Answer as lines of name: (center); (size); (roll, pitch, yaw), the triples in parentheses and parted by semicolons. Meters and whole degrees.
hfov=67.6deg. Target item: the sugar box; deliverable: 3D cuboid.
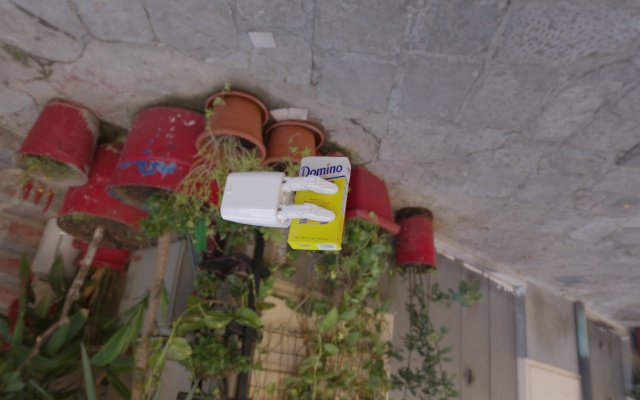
sugar box: (0.000, 0.003, 0.886); (0.093, 0.176, 0.048); (1, -23, 14)
